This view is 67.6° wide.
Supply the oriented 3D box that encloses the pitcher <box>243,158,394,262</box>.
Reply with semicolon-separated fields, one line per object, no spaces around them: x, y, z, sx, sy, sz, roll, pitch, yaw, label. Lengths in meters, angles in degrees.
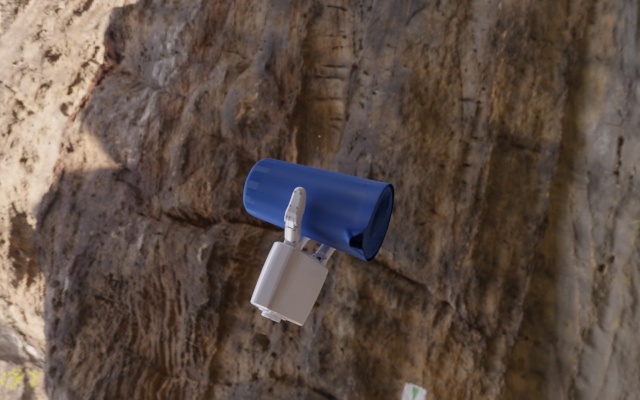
0.000;0.003;0.823;0.243;0.145;0.149;17;-14;21;pitcher
